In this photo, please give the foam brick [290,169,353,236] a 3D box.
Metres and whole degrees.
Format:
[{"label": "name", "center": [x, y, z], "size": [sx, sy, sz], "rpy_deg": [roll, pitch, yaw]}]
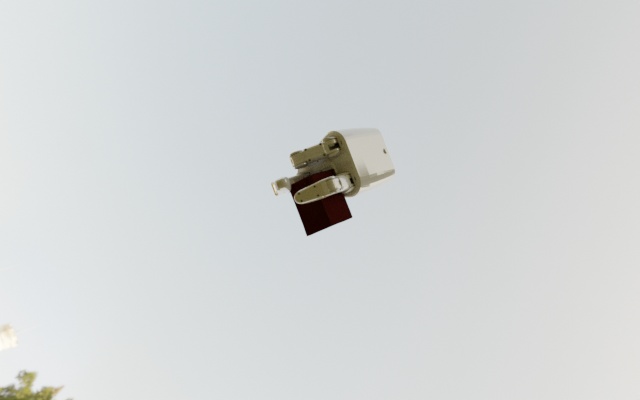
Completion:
[{"label": "foam brick", "center": [0.000, 0.003, 0.675], "size": [0.053, 0.078, 0.051], "rpy_deg": [-23, -3, 41]}]
